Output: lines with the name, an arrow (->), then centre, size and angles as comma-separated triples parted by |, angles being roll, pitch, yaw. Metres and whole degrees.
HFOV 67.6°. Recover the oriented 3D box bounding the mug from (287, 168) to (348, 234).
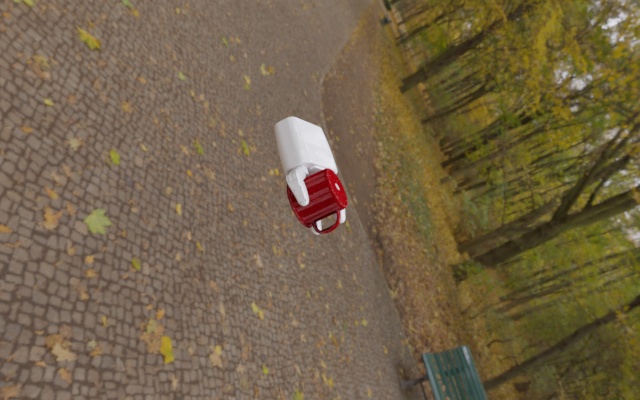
mug -> 0.001, 0.004, 0.865 | 0.081, 0.117, 0.093 | -25, -23, 17
